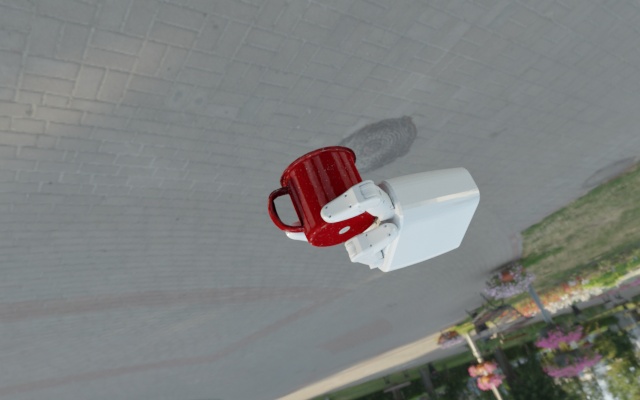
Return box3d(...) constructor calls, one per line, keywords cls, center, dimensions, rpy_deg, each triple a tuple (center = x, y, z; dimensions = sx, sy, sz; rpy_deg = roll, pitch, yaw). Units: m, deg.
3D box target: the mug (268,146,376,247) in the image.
box3d(cls="mug", center=(-0.001, 0.002, 0.529), dimensions=(0.117, 0.081, 0.093), rpy_deg=(-14, -26, -18))
